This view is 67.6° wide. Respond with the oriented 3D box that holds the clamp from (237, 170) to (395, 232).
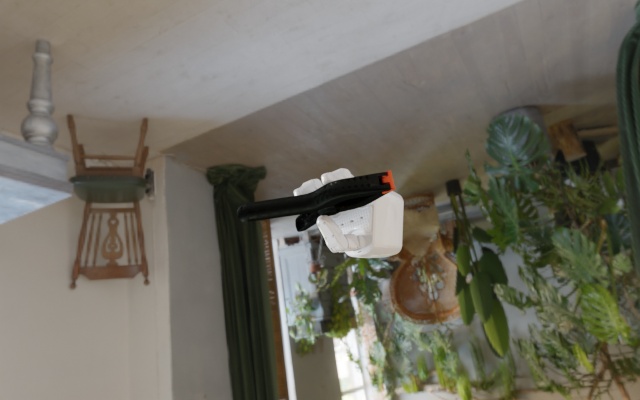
[{"bbox_3d":[0.001,0.003,0.668,0.210,0.036,0.164,-21,-17,32],"label":"clamp"}]
